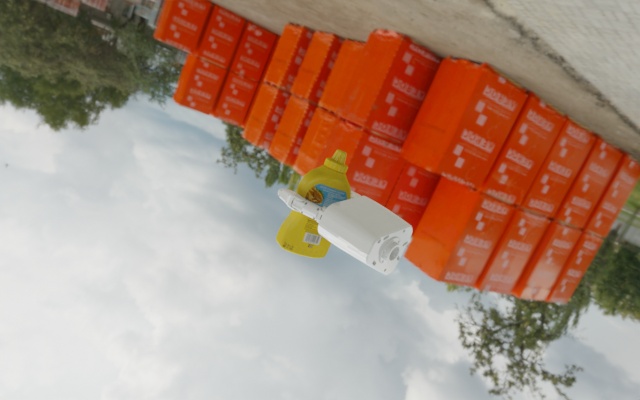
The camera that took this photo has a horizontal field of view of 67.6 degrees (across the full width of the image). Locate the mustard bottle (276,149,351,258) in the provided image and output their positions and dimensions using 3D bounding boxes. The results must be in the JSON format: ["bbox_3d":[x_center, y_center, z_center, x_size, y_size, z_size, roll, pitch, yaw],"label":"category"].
[{"bbox_3d":[0.000,0.003,0.829,0.096,0.192,0.058,17,13,-28],"label":"mustard bottle"}]
